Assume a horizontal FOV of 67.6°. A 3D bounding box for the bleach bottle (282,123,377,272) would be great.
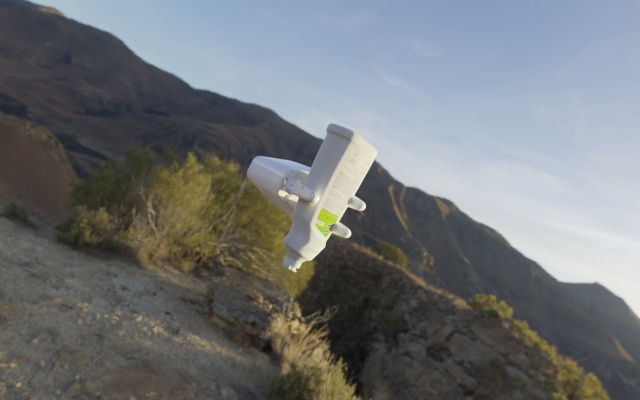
[{"bbox_3d":[0.000,0.003,0.813,0.068,0.251,0.102,28,-1,43],"label":"bleach bottle"}]
